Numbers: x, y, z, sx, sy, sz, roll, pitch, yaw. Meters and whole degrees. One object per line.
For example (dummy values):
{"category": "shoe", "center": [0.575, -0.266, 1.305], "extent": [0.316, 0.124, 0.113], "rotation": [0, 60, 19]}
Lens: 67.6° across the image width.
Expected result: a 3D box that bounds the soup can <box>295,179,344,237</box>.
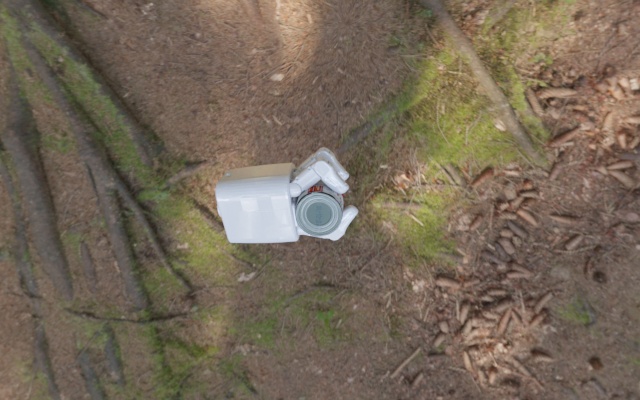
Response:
{"category": "soup can", "center": [0.001, 0.002, 0.699], "extent": [0.068, 0.068, 0.102], "rotation": [0, 20, 3]}
